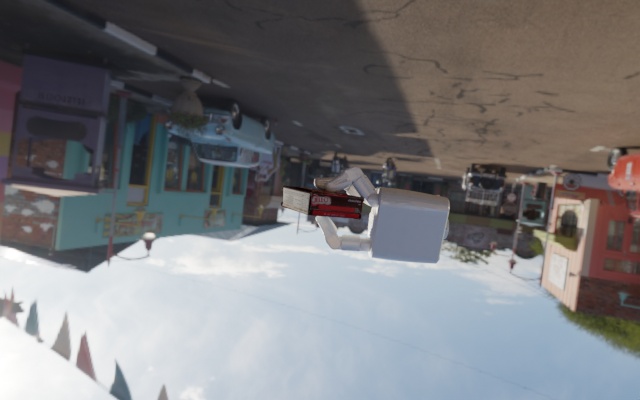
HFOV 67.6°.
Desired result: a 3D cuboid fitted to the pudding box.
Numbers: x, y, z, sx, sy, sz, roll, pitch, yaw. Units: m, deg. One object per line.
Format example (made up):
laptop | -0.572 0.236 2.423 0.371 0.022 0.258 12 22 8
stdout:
pudding box | 0.000 0.003 0.736 0.090 0.039 0.113 7 1 -27
